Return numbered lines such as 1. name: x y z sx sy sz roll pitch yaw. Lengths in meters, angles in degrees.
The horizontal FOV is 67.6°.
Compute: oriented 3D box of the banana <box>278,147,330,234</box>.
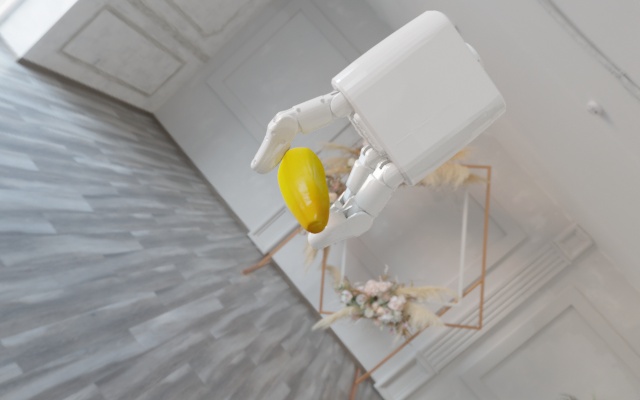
1. banana: -0.010 -0.015 0.412 0.037 0.069 0.198 -32 1 3
